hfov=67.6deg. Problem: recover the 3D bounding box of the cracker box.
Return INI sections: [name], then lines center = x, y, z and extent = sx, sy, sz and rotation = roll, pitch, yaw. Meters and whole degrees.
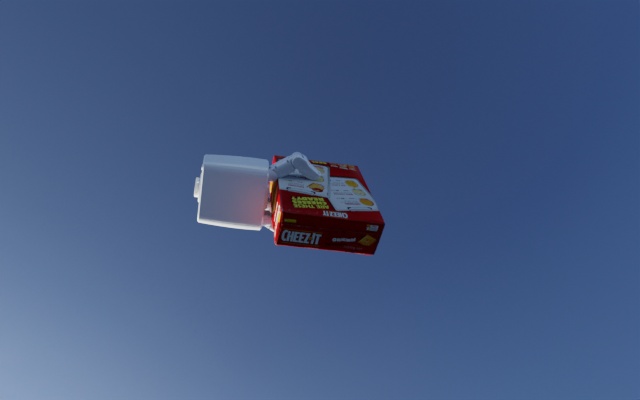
[cracker box]
center = 0.000, 0.002, 0.816
extent = 0.164, 0.072, 0.213
rotation = 7, 28, -12
